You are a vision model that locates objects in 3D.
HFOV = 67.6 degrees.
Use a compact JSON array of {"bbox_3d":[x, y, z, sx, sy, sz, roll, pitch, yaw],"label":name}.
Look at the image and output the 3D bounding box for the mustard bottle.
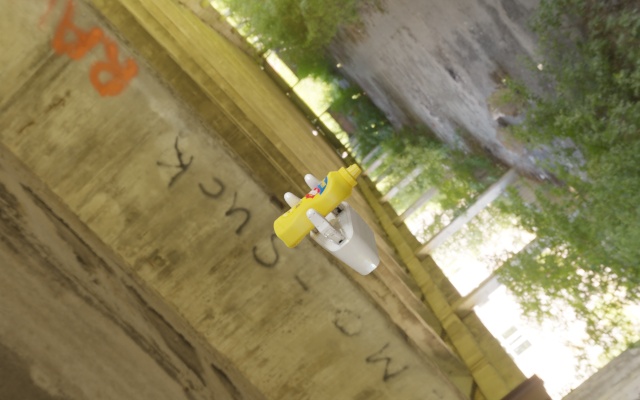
[{"bbox_3d":[0.000,0.003,0.890,0.191,0.058,0.096,-42,10,7],"label":"mustard bottle"}]
